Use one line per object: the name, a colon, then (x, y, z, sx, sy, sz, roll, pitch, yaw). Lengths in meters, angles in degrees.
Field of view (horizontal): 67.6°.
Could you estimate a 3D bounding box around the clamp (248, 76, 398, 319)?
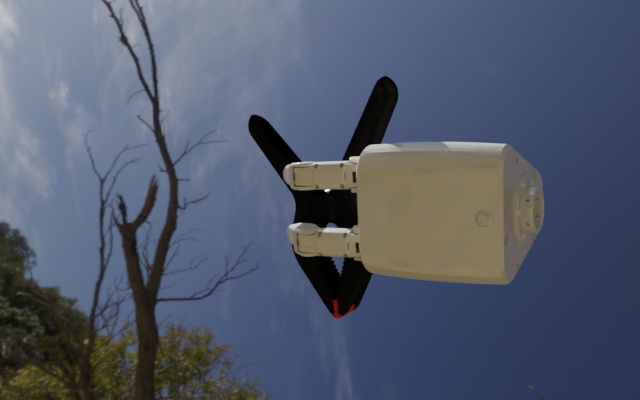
clamp: (0.001, 0.002, 0.445, 0.164, 0.210, 0.036, 2, 8, 38)
